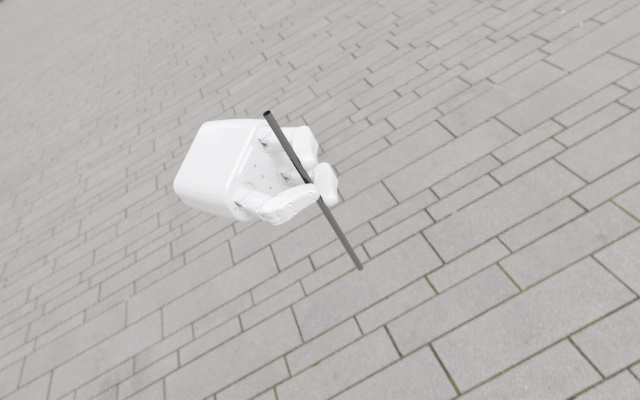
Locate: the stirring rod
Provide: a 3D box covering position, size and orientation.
[{"bbox_3d":[0.000,0.002,0.506,0.011,0.011,0.240,0,-42,33],"label":"stirring rod"}]
